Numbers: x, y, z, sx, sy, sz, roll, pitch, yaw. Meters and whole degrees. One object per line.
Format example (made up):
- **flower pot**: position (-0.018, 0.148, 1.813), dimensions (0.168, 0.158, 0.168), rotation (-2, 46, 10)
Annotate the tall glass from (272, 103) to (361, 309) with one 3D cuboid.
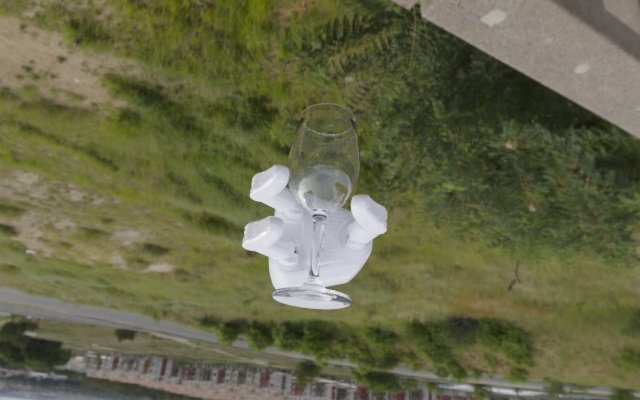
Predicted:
- **tall glass**: position (0.000, 0.002, 0.481), dimensions (0.079, 0.201, 0.079), rotation (4, -25, 2)
